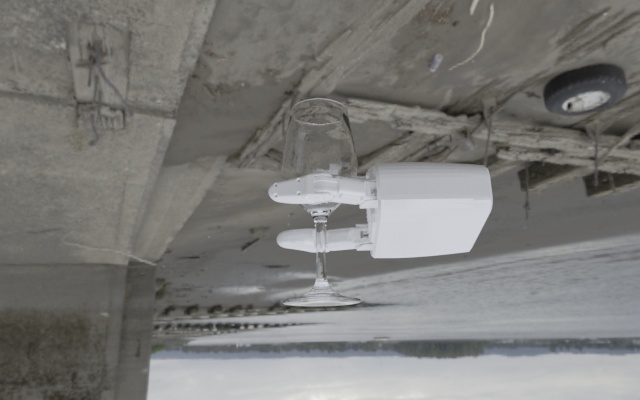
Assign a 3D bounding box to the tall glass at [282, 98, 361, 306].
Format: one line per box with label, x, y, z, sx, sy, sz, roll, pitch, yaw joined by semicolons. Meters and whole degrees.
tall glass;0.000;0.002;0.480;0.079;0.201;0.079;-1;-16;0
